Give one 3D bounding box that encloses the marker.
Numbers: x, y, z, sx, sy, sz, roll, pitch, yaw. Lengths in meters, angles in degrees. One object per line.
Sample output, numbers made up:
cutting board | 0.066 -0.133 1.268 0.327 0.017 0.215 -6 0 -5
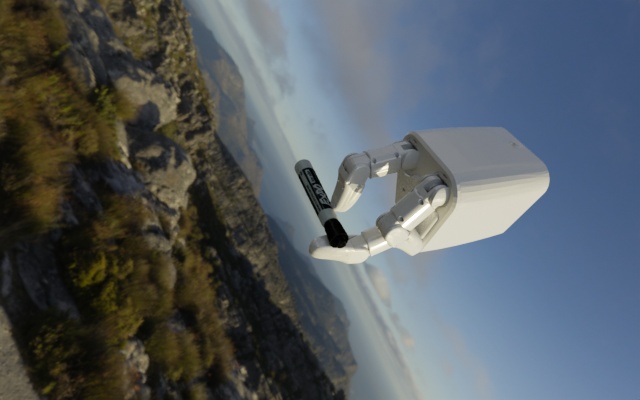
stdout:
marker | 0.000 0.002 0.471 0.020 0.020 0.121 0 40 -25
